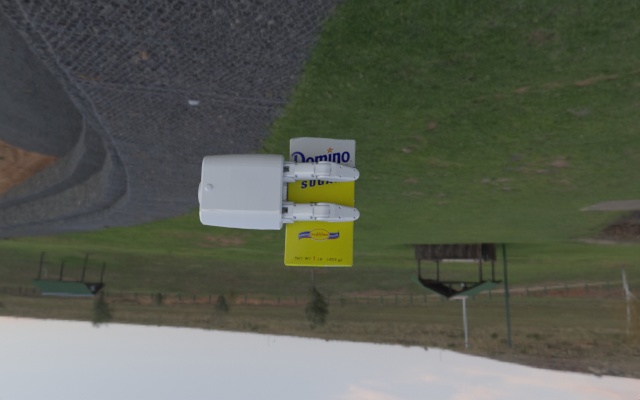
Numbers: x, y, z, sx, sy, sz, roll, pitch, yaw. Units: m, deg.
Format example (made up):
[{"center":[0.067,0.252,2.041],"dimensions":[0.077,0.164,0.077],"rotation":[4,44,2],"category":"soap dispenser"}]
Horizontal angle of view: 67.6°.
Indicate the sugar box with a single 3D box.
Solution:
[{"center":[0.000,0.002,0.661],"dimensions":[0.093,0.176,0.048],"rotation":[2,-8,-2],"category":"sugar box"}]
